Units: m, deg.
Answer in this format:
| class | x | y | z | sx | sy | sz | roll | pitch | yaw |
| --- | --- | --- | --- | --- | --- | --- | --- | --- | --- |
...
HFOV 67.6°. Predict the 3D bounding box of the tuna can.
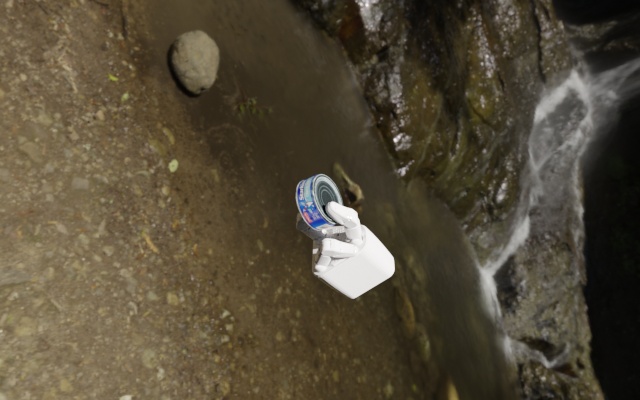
| class | x | y | z | sx | sy | sz | roll | pitch | yaw |
| --- | --- | --- | --- | --- | --- | --- | --- | --- | --- |
| tuna can | 0.001 | 0.002 | 0.755 | 0.034 | 0.086 | 0.086 | -21 | -11 | 31 |
